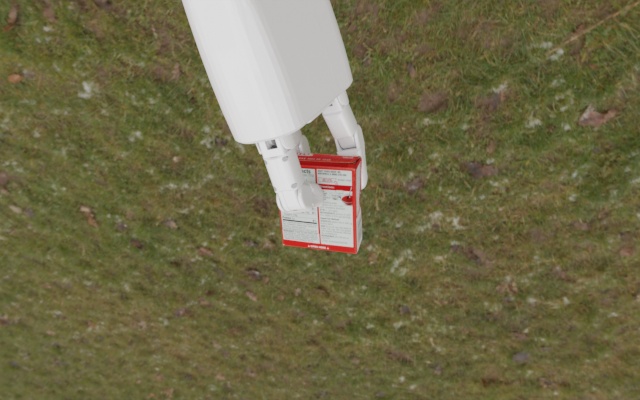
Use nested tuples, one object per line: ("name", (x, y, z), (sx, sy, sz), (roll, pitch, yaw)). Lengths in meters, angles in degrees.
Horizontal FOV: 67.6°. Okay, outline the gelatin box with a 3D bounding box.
("gelatin box", (0.000, 0.002, 0.437), (0.073, 0.089, 0.030), (5, 28, 15))
